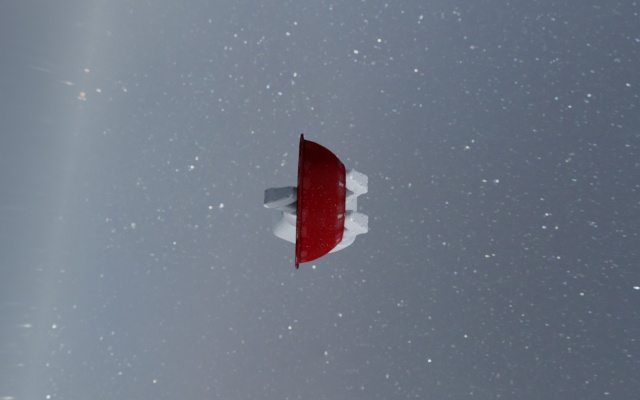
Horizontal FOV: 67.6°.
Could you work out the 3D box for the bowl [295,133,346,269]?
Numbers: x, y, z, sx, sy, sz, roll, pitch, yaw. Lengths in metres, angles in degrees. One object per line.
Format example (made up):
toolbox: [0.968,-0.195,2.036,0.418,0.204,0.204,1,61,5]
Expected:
bowl: [0.001,0.002,0.570,0.055,0.162,0.162,2,0,-1]
